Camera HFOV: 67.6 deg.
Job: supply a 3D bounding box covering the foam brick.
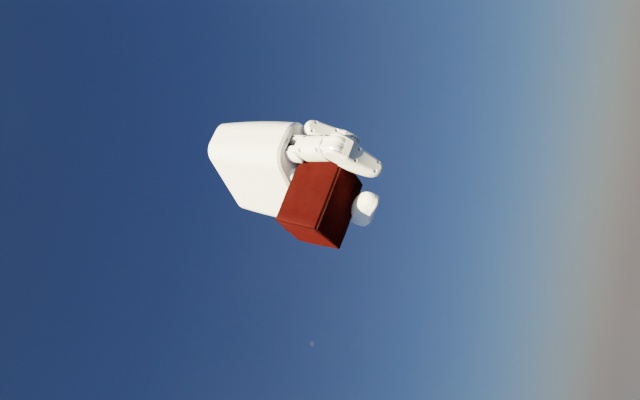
[{"bbox_3d":[0.000,0.002,0.481,0.051,0.078,0.053,8,-24,33],"label":"foam brick"}]
